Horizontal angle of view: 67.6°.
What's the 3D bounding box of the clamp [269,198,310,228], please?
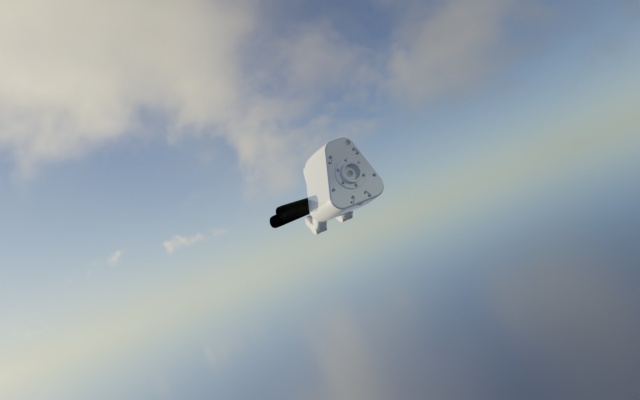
[{"bbox_3d":[0.000,0.002,0.884,0.210,0.036,0.164,-20,-3,-19],"label":"clamp"}]
